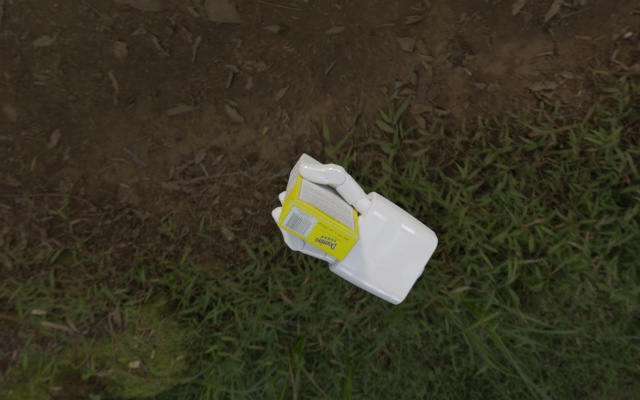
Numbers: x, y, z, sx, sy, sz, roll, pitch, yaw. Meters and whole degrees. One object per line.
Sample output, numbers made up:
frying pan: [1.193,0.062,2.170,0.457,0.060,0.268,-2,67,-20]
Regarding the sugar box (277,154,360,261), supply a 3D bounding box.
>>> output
sugar box: [0.000,0.003,0.632,0.093,0.048,0.176,31,18,-10]
